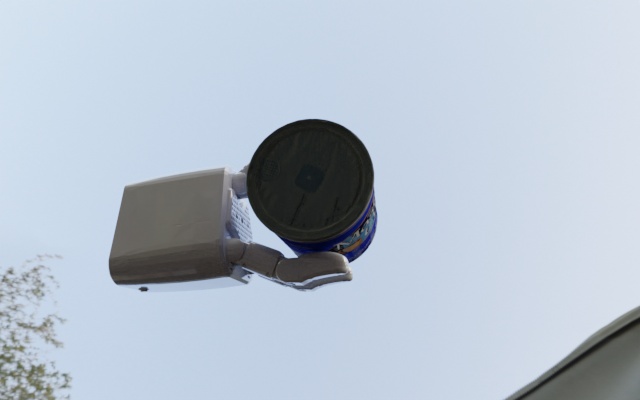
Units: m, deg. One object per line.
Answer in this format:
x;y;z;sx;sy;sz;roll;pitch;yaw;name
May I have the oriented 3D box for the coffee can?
0.000;0.001;0.441;0.103;0.102;0.140;0;-16;8;coffee can
